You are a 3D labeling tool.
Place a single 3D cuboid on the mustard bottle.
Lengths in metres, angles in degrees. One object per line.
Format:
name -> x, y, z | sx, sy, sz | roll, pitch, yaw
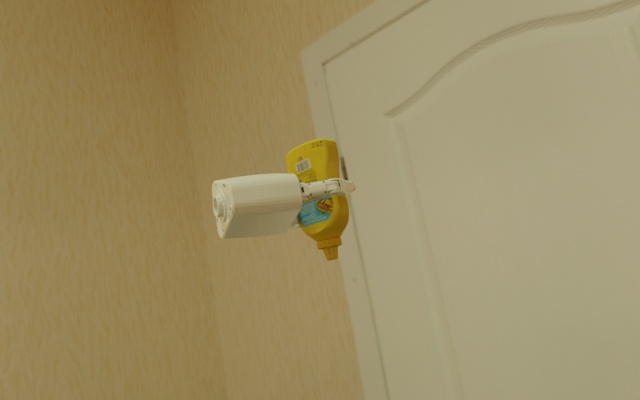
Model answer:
mustard bottle -> 0.000, 0.002, 0.780 | 0.096, 0.191, 0.058 | -19, -12, 40
